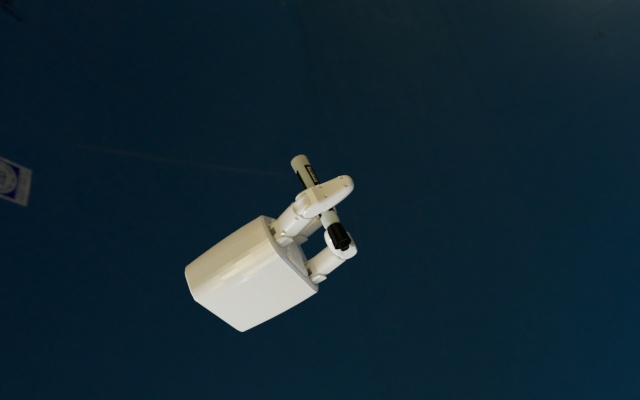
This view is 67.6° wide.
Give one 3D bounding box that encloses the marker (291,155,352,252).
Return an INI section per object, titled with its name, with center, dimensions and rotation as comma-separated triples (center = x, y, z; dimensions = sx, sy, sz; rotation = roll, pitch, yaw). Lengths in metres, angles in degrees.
[marker]
center = 0.000, 0.002, 0.498
dimensions = 0.020, 0.121, 0.020
rotation = -20, -31, -13
